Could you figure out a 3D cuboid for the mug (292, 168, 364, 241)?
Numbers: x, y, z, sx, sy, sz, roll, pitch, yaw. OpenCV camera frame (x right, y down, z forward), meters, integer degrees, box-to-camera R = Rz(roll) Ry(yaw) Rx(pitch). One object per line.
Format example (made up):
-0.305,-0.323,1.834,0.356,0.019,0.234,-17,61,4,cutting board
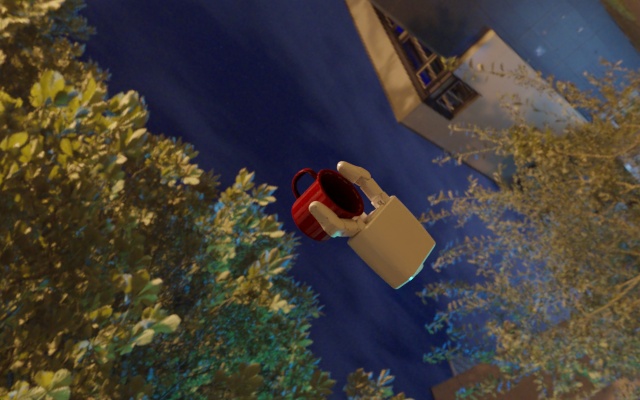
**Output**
-0.001,0.002,0.758,0.081,0.117,0.093,-45,-2,30,mug
